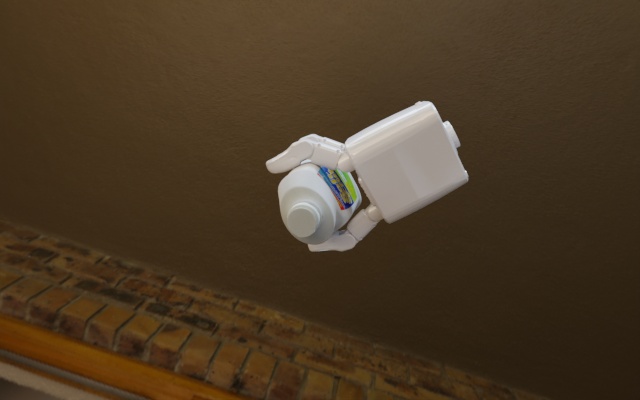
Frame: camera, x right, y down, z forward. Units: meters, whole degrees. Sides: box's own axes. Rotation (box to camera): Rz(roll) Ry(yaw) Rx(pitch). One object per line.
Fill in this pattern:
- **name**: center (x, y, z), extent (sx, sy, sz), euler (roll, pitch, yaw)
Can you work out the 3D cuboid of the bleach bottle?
- **bleach bottle**: center (0.000, 0.002, 0.567), extent (0.068, 0.102, 0.250), euler (-27, 8, 11)
